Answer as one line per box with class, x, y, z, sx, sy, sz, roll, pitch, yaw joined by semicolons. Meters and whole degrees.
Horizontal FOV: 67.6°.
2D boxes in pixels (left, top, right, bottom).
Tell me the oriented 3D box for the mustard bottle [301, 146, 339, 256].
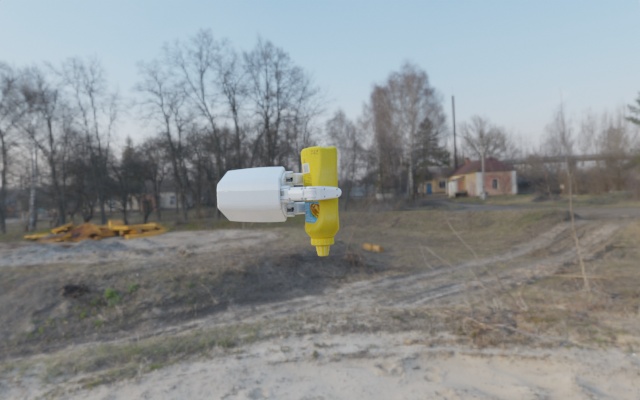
mustard bottle;0.000;0.003;0.848;0.058;0.191;0.096;-3;1;-21
